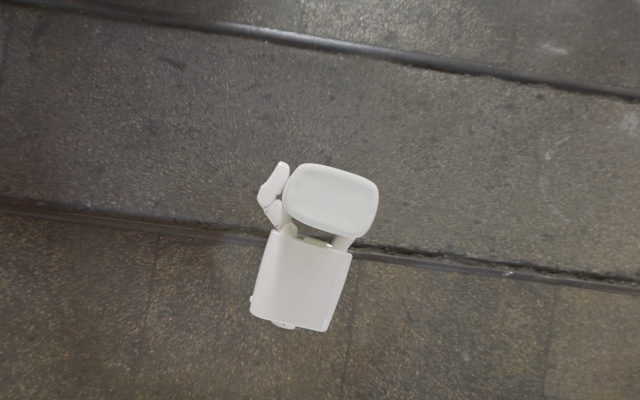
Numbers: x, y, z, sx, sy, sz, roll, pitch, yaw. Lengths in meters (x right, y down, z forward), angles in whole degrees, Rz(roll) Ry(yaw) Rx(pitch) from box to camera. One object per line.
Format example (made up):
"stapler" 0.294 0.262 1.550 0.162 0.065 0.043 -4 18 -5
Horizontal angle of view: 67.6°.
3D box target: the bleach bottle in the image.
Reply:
"bleach bottle" 0.000 0.002 0.629 0.102 0.068 0.251 18 -3 -4
